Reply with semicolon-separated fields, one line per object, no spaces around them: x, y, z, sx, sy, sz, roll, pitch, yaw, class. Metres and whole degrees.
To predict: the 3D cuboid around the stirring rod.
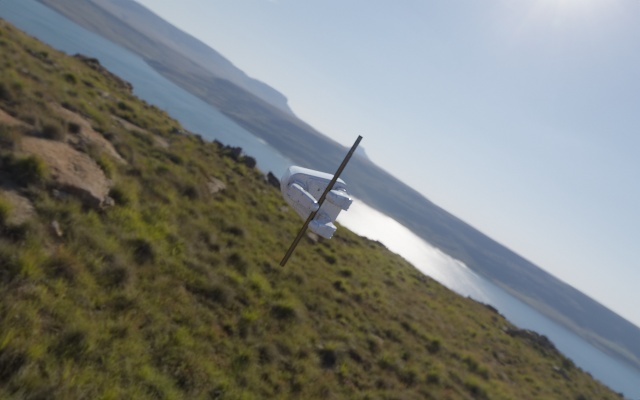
0.000;0.002;0.749;0.011;0.239;0.011;31;7;-4;stirring rod
